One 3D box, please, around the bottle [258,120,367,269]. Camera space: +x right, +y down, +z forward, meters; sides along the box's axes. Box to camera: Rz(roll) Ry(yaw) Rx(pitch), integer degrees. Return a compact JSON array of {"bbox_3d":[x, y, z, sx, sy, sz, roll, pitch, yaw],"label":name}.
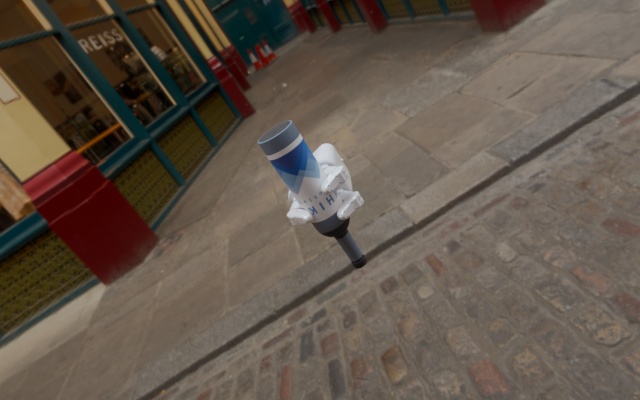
[{"bbox_3d":[0.000,0.003,0.830,0.069,0.296,0.069,-28,22,12],"label":"bottle"}]
